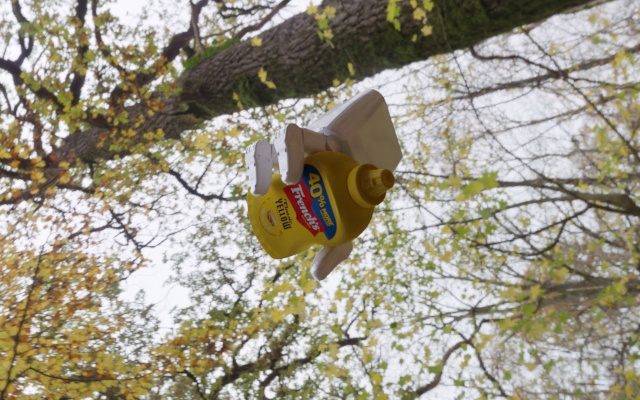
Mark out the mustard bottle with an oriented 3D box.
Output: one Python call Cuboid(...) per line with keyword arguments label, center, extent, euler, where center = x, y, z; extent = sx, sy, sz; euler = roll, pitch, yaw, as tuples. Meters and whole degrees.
Cuboid(label="mustard bottle", center=(0.000, 0.002, 0.495), extent=(0.058, 0.096, 0.192), euler=(-16, -2, -43))
